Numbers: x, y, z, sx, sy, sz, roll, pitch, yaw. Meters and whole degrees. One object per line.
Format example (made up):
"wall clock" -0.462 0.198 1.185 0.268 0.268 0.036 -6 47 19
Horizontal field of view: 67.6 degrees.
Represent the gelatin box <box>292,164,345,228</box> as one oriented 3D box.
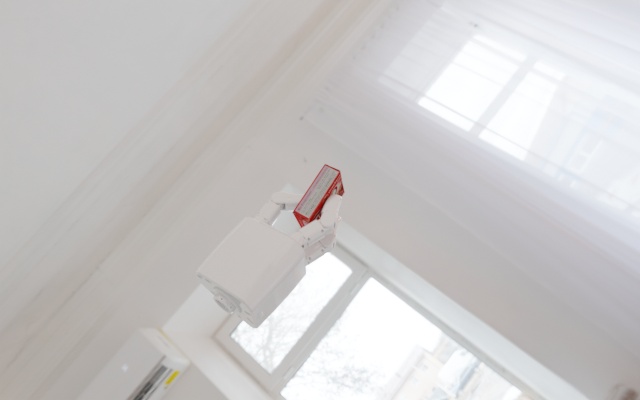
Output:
"gelatin box" 0.000 0.002 0.697 0.030 0.089 0.073 27 -17 18
